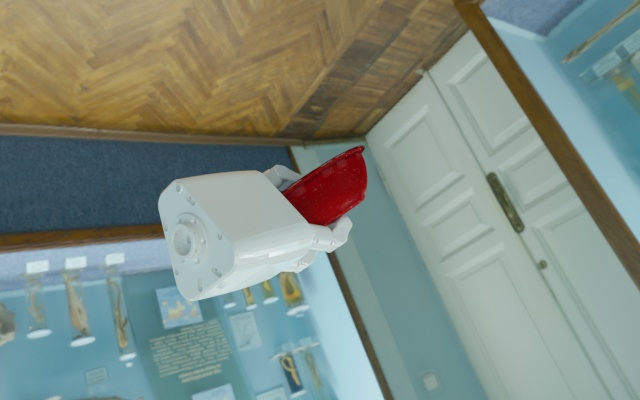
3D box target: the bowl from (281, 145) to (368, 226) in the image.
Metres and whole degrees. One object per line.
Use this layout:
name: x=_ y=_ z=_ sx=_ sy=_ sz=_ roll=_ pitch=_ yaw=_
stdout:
bowl: x=0.001 y=0.002 z=0.574 sx=0.162 sy=0.055 sz=0.162 roll=-34 pitch=-4 yaw=-3
